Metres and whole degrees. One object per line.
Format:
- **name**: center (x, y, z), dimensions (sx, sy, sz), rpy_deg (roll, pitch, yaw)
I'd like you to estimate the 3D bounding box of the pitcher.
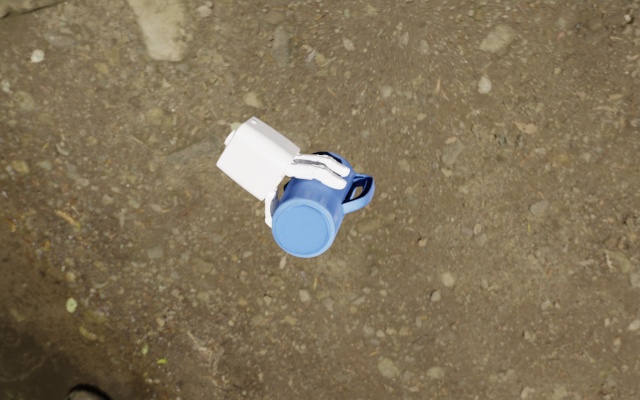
- **pitcher**: center (0.000, 0.003, 0.878), dimensions (0.145, 0.149, 0.242), rpy_deg (38, 23, -6)
